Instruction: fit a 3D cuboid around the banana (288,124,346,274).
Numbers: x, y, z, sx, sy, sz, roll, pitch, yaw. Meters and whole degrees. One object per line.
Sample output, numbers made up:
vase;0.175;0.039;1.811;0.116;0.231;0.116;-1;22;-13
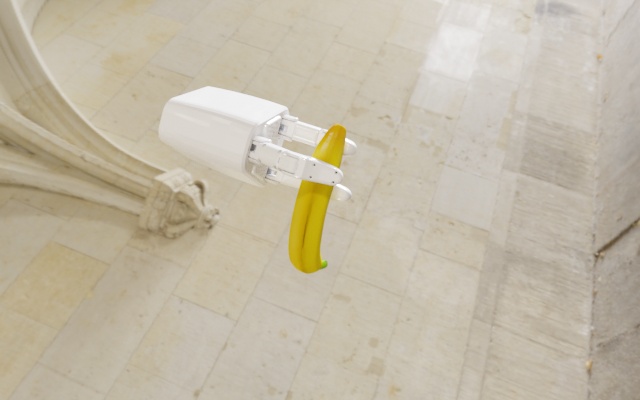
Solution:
banana;-0.007;0.014;0.527;0.037;0.198;0.069;18;35;14
